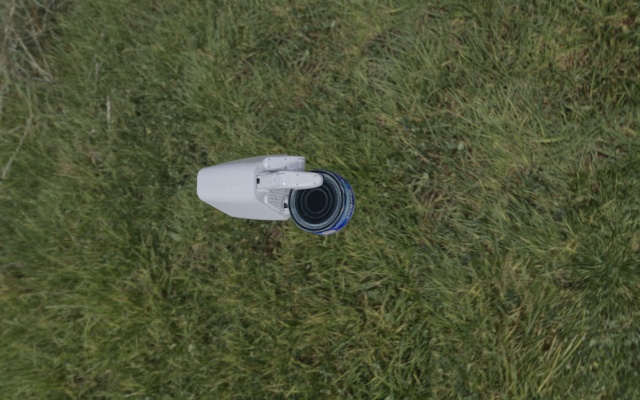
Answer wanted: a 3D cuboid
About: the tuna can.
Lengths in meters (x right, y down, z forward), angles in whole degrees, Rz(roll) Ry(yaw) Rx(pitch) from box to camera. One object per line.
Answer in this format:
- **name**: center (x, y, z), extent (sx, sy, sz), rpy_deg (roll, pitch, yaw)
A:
- **tuna can**: center (0.000, 0.002, 0.631), extent (0.086, 0.086, 0.034), rpy_deg (0, -7, 26)
